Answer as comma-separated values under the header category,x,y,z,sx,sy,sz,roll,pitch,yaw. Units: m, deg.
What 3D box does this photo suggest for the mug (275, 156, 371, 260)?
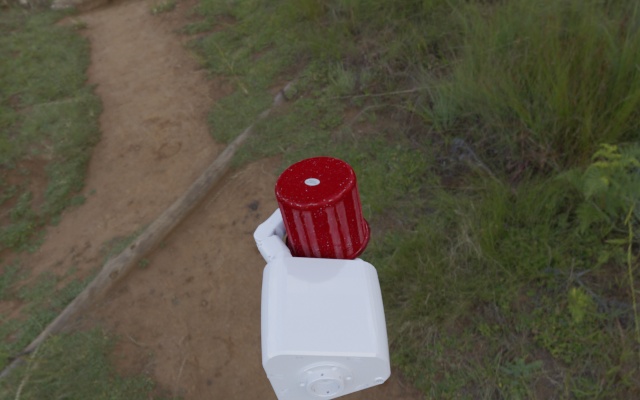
category,x,y,z,sx,sy,sz,roll,pitch,yaw
mug,0.000,0.001,0.499,0.093,0.082,0.117,-10,40,4
